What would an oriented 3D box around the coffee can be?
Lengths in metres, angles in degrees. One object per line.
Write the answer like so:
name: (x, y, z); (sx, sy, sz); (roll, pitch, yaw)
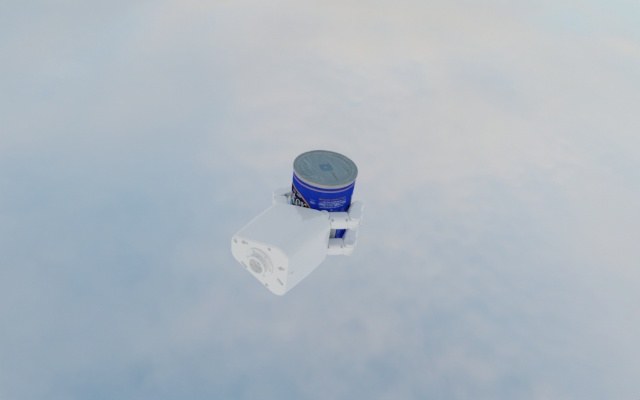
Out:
coffee can: (0.000, 0.002, 0.788); (0.103, 0.140, 0.102); (5, 36, -4)
